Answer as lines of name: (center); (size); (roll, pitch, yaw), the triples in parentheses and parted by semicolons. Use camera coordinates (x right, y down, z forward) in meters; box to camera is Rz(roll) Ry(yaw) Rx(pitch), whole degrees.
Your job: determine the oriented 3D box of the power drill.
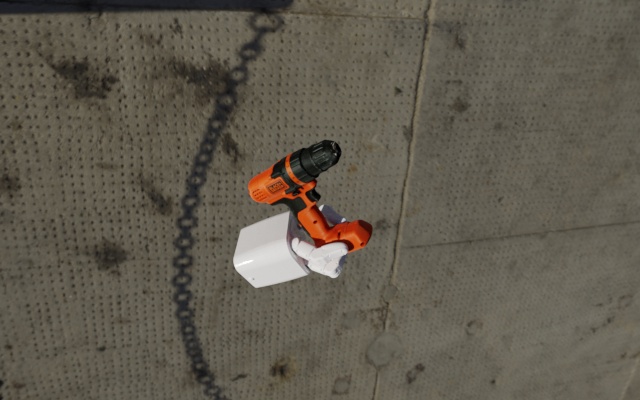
power drill: (0.000, 0.003, 0.759); (0.184, 0.188, 0.057); (-23, 25, 39)
